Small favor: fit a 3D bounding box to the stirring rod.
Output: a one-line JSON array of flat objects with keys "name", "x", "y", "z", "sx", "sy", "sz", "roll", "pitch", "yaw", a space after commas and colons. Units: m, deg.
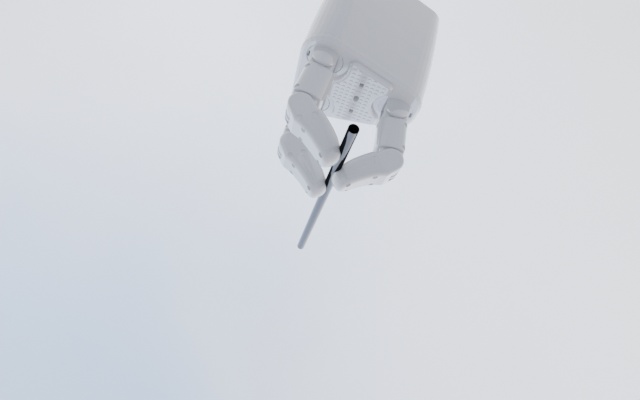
[{"name": "stirring rod", "x": 0.000, "y": 0.001, "z": 0.426, "sx": 0.011, "sy": 0.011, "sz": 0.240, "roll": 0, "pitch": -24, "yaw": -12}]
